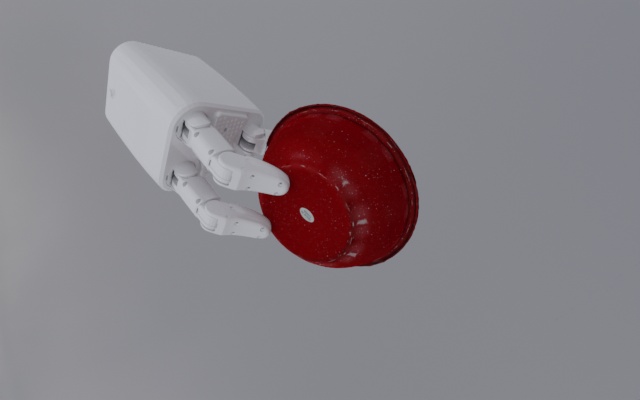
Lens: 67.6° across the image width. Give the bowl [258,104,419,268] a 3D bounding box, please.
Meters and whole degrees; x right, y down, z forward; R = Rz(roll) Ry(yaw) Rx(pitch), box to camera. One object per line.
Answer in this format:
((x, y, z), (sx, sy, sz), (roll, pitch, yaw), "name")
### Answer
((0.001, 0.002, 0.416), (0.162, 0.162, 0.055), (0, 25, 34), "bowl")
